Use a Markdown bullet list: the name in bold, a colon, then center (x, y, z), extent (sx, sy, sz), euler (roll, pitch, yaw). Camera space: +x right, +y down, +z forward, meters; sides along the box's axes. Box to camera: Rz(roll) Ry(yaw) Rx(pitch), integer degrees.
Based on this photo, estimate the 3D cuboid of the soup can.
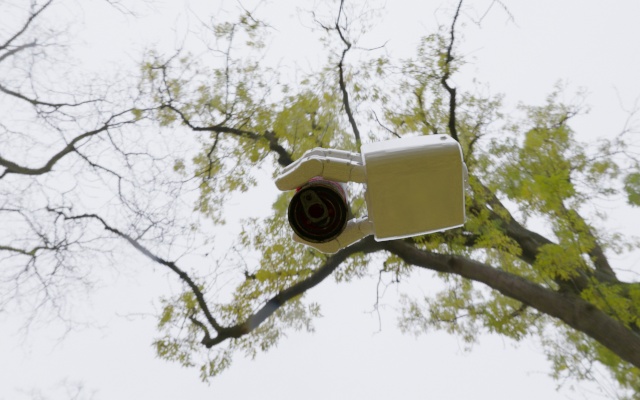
- **soup can**: center (0.000, 0.002, 0.573), extent (0.068, 0.068, 0.102), euler (0, 16, 4)
